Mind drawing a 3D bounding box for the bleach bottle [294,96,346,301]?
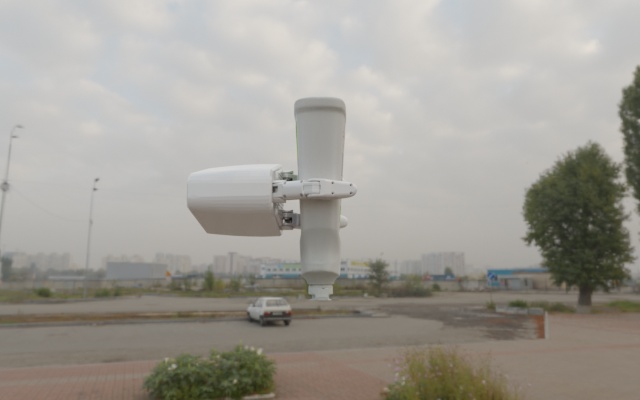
[{"bbox_3d":[0.000,0.002,0.618,0.068,0.250,0.102,0,-9,3],"label":"bleach bottle"}]
